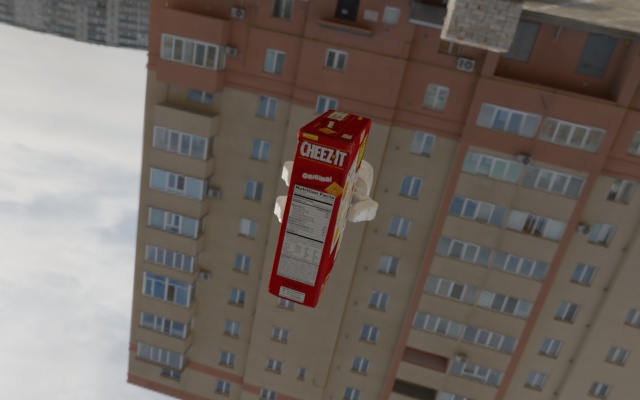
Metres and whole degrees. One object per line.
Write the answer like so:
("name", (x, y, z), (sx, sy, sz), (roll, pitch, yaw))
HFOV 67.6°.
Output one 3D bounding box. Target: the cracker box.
("cracker box", (0.000, 0.002, 0.618), (0.072, 0.214, 0.164), (15, 21, 7))
